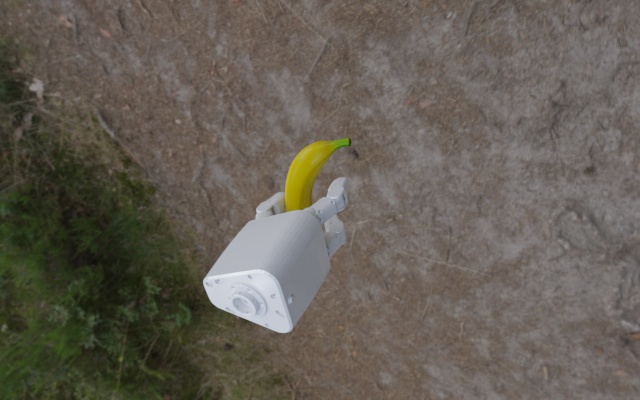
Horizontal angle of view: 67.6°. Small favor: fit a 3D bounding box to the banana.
[{"bbox_3d":[-0.016,-0.007,0.653,0.069,0.198,0.037,22,40,7],"label":"banana"}]
